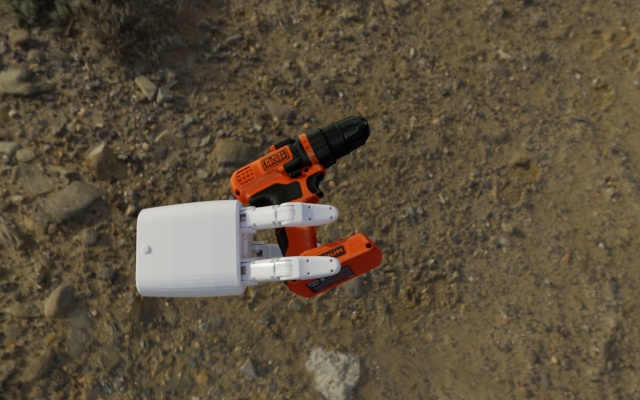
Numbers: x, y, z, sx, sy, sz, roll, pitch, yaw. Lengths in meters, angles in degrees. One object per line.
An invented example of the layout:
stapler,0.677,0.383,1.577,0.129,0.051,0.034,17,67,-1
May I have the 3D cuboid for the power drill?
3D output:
power drill,0.000,0.002,0.550,0.184,0.187,0.057,-27,-33,5
